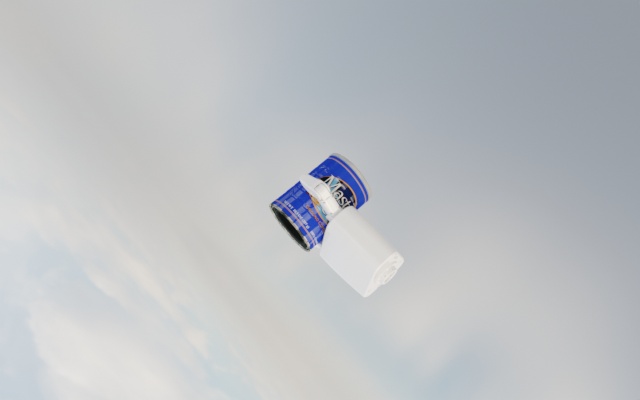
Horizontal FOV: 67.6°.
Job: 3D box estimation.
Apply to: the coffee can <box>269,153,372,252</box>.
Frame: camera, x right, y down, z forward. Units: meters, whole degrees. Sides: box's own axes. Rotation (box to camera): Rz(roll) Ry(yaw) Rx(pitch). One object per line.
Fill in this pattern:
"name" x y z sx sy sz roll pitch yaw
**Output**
"coffee can" 0.000 0.002 0.799 0.140 0.103 0.103 -40 12 -14
